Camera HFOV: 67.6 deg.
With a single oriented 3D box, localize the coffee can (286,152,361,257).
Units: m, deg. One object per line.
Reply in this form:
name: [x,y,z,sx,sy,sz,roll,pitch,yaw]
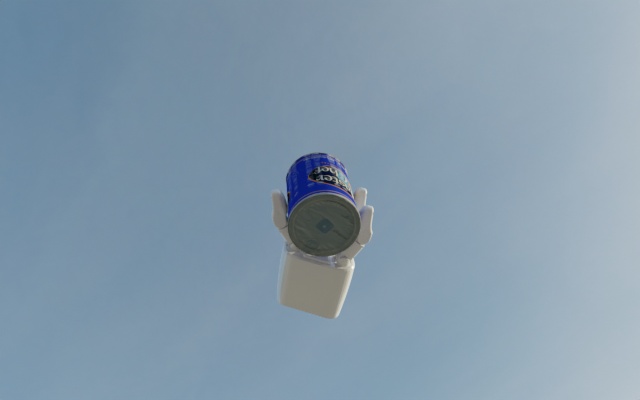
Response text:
coffee can: [0.000,0.002,0.719,0.103,0.103,0.140,0,30,-5]
